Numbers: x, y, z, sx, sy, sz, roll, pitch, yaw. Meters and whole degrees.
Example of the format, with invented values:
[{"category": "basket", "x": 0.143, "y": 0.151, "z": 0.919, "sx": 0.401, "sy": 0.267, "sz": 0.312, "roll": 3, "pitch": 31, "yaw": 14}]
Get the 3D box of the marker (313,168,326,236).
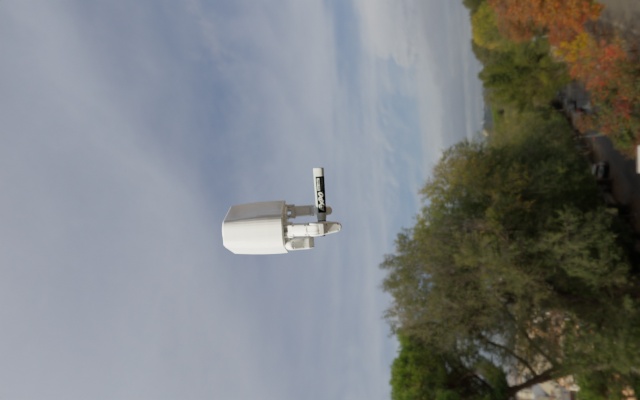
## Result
[{"category": "marker", "x": 0.000, "y": 0.003, "z": 0.843, "sx": 0.020, "sy": 0.121, "sz": 0.020, "roll": -4, "pitch": 2, "yaw": 0}]
